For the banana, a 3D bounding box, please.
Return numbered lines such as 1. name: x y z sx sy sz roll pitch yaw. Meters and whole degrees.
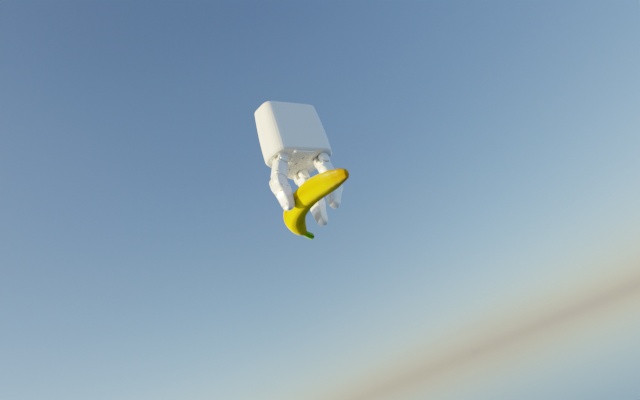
1. banana: -0.018 0.004 0.769 0.069 0.037 0.198 0 -31 -21
